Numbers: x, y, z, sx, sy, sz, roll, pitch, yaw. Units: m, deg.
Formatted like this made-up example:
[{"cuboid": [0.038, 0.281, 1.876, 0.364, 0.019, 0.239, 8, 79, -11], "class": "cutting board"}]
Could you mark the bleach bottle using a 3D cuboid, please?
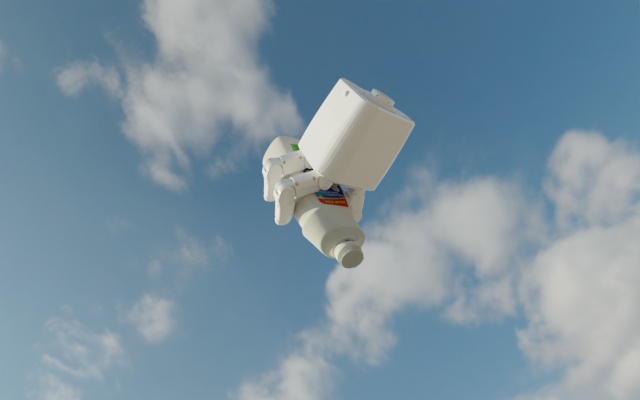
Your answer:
[{"cuboid": [0.000, 0.002, 0.643, 0.102, 0.068, 0.250, 19, 23, -33], "class": "bleach bottle"}]
